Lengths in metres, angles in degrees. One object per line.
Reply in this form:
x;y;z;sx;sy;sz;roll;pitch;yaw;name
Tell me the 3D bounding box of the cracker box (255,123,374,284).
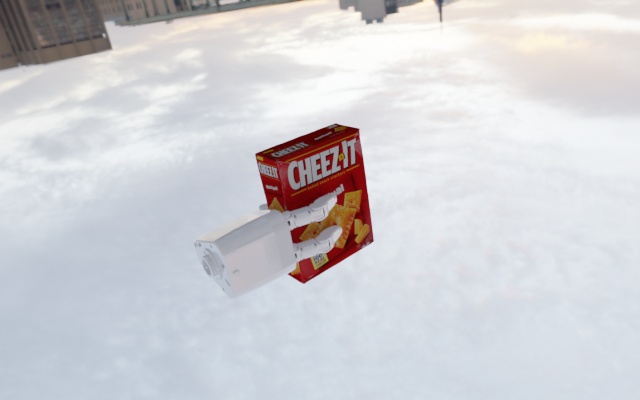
0.000;0.003;0.776;0.164;0.214;0.072;-26;29;-31;cracker box
